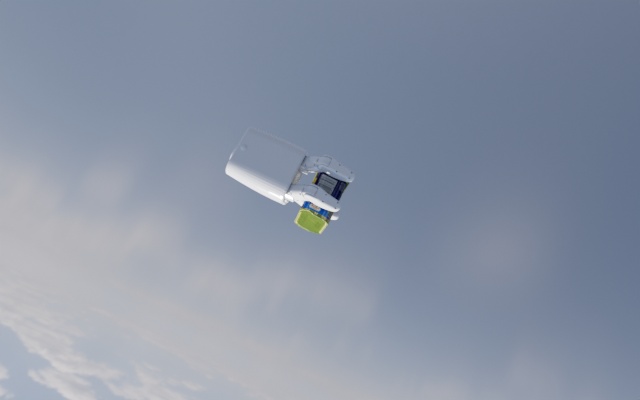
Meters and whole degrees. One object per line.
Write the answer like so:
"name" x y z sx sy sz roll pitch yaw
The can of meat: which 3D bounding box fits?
"can of meat" 0.000 0.003 0.802 0.057 0.084 0.102 27 -20 -1
